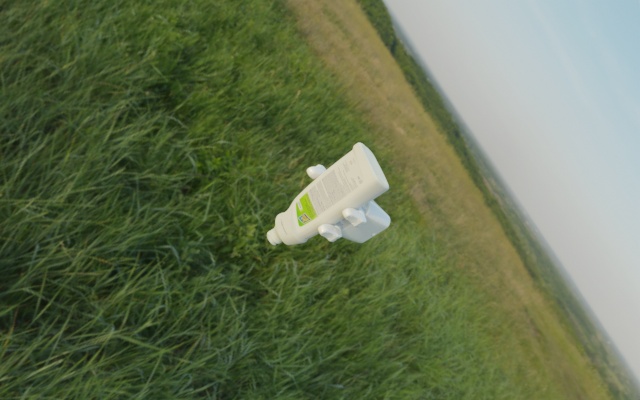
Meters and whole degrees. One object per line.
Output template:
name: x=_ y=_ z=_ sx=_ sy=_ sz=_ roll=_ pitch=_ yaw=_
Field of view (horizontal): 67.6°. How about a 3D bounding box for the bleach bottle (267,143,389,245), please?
bleach bottle: x=0.000 y=0.003 z=0.898 sx=0.251 sy=0.102 sz=0.068 roll=-34 pitch=-34 yaw=19
